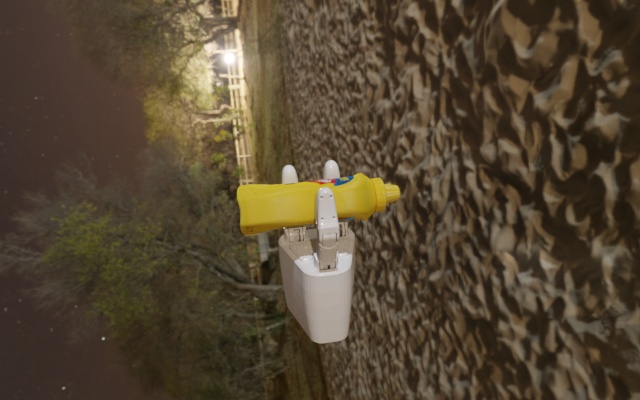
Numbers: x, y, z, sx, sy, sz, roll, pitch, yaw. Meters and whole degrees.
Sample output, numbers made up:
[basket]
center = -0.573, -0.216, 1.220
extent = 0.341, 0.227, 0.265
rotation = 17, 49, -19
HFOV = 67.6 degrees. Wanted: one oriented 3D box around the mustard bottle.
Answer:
[mustard bottle]
center = 0.000, 0.002, 0.566
extent = 0.191, 0.058, 0.096
rotation = -6, 1, -8
